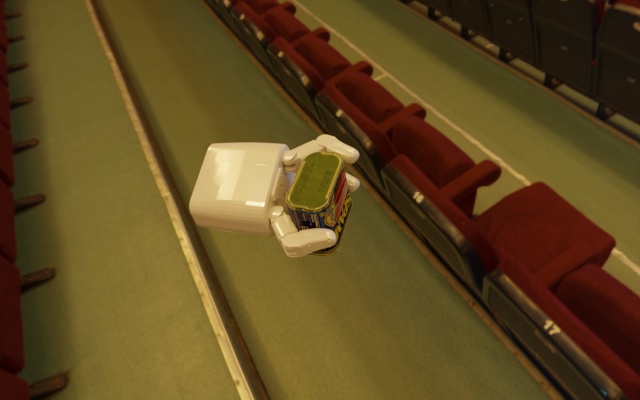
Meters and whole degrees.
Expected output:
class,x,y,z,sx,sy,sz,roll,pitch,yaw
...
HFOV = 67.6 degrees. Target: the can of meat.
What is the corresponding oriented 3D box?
class,x,y,z,sx,sy,sz,roll,pitch,yaw
can of meat,0.000,0.002,0.585,0.057,0.102,0.084,6,-41,18
